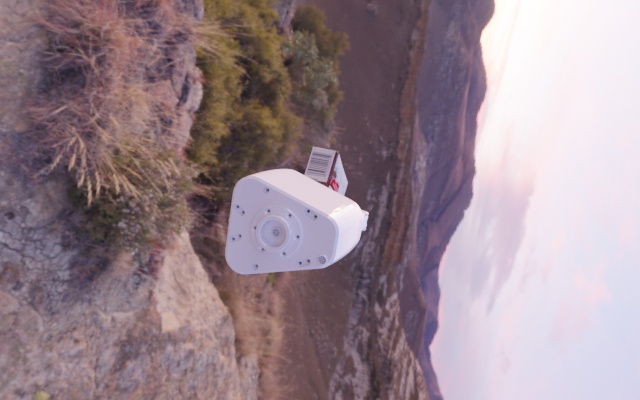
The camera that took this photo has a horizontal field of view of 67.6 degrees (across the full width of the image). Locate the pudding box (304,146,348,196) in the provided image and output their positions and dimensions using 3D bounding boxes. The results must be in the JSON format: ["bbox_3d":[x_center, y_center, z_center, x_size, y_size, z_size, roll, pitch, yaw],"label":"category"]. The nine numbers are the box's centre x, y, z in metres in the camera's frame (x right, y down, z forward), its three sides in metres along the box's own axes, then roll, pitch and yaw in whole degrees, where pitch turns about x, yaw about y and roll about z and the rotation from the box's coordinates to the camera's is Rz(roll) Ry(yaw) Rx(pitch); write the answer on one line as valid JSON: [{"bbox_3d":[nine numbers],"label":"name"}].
[{"bbox_3d":[0.000,0.002,0.610,0.039,0.113,0.090,12,-20,16],"label":"pudding box"}]
